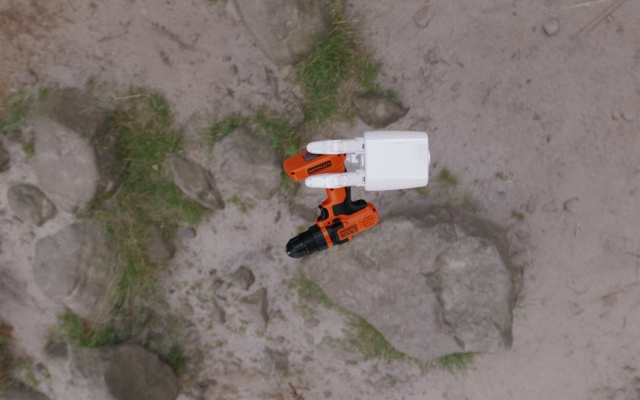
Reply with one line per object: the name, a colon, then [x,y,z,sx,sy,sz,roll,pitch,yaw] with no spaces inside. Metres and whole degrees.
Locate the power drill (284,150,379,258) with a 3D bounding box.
power drill: [0.000,0.002,0.849,0.184,0.188,0.057,-25,33,-7]
